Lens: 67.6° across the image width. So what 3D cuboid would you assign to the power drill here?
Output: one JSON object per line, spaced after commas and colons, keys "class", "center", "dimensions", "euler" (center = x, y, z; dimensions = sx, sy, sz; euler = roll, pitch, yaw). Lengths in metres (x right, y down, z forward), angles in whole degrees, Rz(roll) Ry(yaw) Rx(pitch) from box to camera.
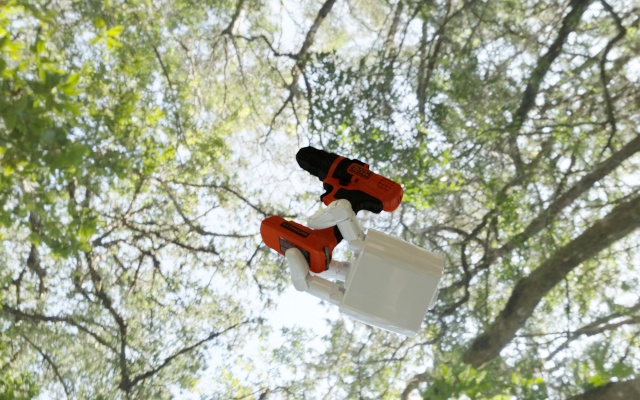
{"class": "power drill", "center": [0.000, 0.003, 0.684], "dimensions": [0.184, 0.057, 0.187], "euler": [26, 53, 25]}
